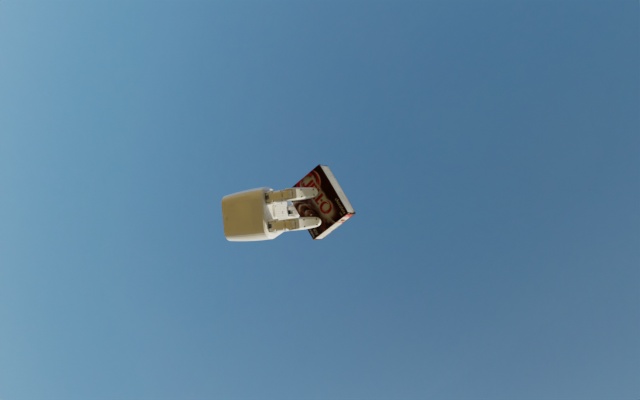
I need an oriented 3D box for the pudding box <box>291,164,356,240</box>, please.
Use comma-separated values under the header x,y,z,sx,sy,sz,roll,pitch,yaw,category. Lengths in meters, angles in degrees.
x,y,z,sx,sy,sz,roll,pitch,yaw,category
0.000,0.003,0.891,0.090,0.113,0.039,-39,-18,25,pudding box
